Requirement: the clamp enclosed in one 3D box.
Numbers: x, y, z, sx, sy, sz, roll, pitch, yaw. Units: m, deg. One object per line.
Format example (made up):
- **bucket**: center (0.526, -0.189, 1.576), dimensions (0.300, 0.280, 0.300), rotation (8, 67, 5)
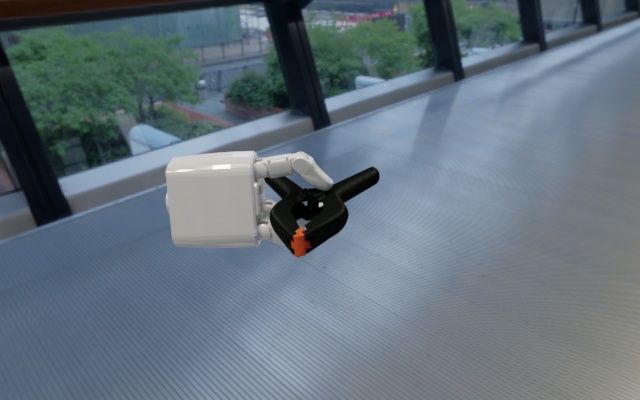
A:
- **clamp**: center (0.000, 0.001, 0.602), dimensions (0.164, 0.036, 0.210), rotation (-4, 26, 2)
